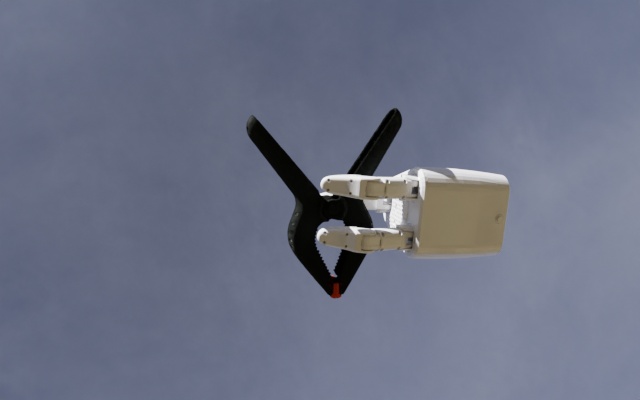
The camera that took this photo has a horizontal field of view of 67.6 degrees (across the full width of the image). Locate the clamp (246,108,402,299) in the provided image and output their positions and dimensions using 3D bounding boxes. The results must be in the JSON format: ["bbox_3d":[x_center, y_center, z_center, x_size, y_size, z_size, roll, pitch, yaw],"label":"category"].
[{"bbox_3d":[0.000,0.002,0.515,0.164,0.210,0.036,2,10,-10],"label":"clamp"}]
